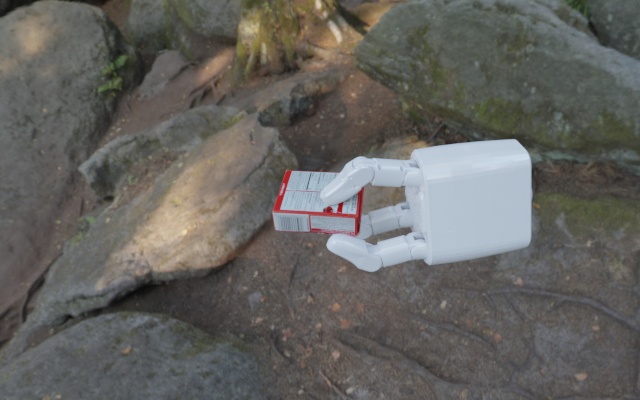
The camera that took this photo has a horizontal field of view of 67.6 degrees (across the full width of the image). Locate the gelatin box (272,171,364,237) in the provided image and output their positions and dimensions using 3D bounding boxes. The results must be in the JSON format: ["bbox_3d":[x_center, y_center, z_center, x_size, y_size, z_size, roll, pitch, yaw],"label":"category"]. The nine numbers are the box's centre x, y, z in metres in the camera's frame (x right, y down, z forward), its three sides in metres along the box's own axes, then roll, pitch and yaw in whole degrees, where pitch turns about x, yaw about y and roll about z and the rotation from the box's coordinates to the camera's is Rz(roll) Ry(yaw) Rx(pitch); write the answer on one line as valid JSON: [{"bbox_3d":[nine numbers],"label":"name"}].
[{"bbox_3d":[0.000,0.001,0.504,0.089,0.030,0.073,3,39,7],"label":"gelatin box"}]
